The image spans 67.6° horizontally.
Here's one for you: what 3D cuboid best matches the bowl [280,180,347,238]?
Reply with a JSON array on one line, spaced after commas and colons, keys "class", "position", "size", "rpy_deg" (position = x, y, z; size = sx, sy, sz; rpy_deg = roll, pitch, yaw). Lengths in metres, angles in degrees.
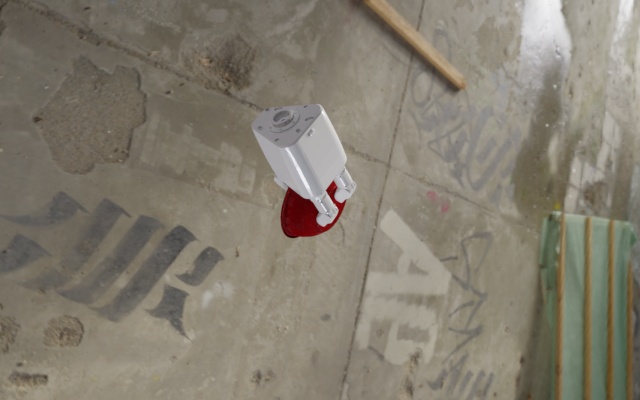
[{"class": "bowl", "position": [0.001, 0.003, 0.835], "size": [0.055, 0.162, 0.162], "rpy_deg": [25, 11, 25]}]
